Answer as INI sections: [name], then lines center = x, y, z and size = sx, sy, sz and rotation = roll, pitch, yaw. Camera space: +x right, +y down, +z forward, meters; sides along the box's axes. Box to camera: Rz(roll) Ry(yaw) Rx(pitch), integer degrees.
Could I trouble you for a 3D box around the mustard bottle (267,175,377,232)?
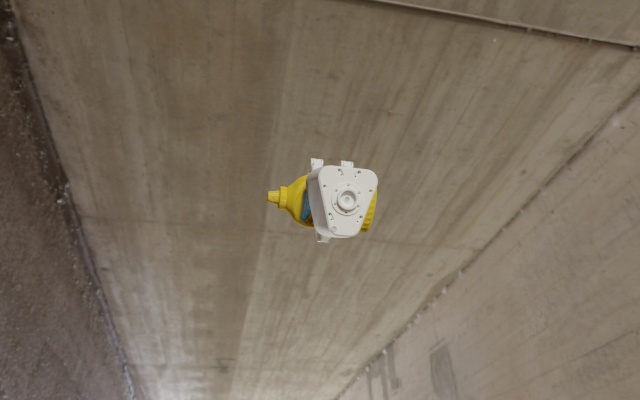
[mustard bottle]
center = 0.000, 0.003, 0.862
size = 0.191, 0.096, 0.058
rotation = 5, 22, -10
